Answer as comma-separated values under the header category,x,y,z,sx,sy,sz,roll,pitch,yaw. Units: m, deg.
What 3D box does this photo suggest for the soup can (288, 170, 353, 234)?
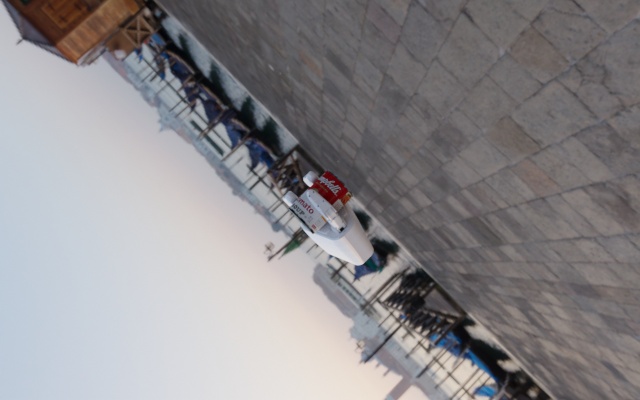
category,x,y,z,sx,sy,sz,roll,pitch,yaw
soup can,0.000,0.003,0.866,0.102,0.068,0.068,-44,5,-5
